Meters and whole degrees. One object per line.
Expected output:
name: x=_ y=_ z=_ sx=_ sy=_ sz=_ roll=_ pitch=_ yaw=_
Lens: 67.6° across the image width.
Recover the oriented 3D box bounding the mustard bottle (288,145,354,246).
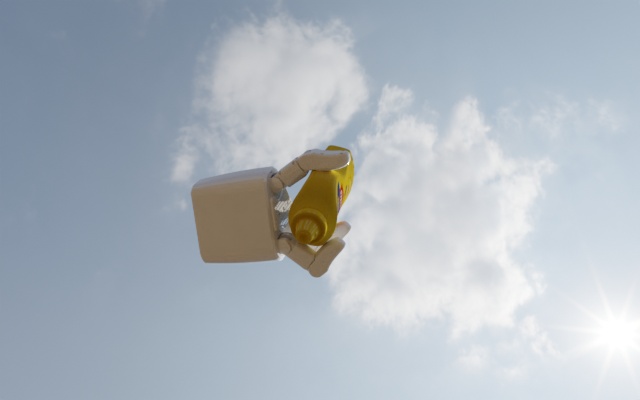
mustard bottle: x=0.000 y=0.002 z=0.597 sx=0.058 sy=0.096 sz=0.191 roll=16 pitch=25 yaw=6
